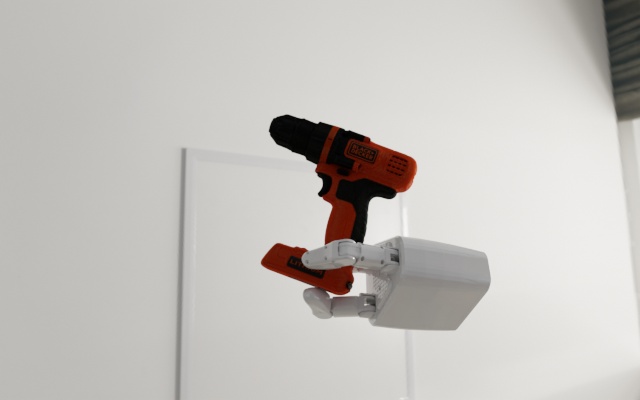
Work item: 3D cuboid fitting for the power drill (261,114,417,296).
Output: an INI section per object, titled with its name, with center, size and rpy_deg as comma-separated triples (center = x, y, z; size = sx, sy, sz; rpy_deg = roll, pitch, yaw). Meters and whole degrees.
[power drill]
center = 0.000, 0.002, 0.554
size = 0.184, 0.187, 0.057
rpy_deg = 20, -11, 8
